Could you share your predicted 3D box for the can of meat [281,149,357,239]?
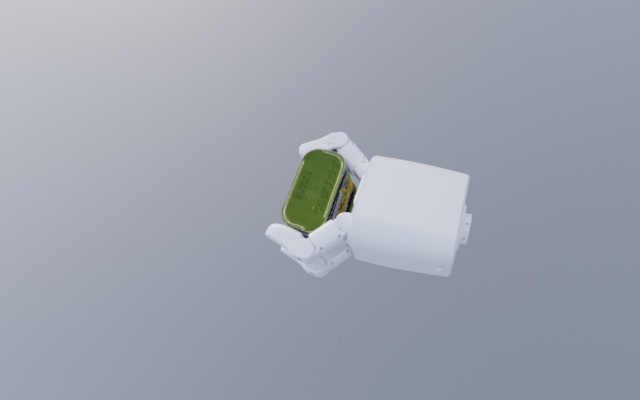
[{"bbox_3d":[0.000,0.002,0.548,0.057,0.102,0.084,15,-17,16],"label":"can of meat"}]
